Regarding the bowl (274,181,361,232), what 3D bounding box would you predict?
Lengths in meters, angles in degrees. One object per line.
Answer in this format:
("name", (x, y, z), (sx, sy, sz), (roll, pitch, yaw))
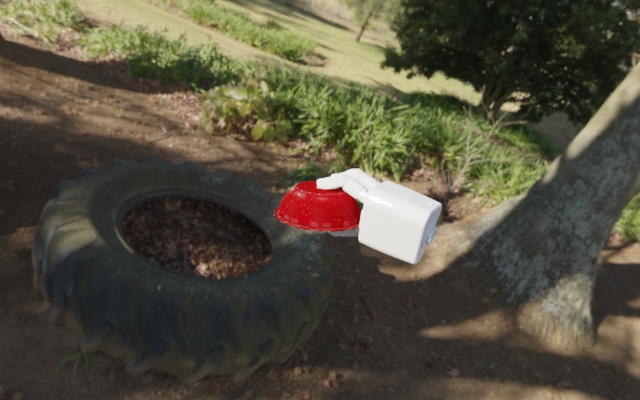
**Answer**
("bowl", (-0.001, 0.002, 0.843), (0.162, 0.055, 0.162), (4, 16, -1))
